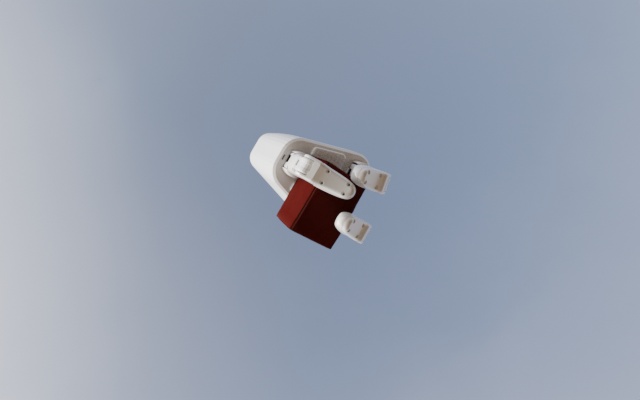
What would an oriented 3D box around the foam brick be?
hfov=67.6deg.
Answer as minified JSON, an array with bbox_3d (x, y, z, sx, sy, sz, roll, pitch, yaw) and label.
[{"bbox_3d":[0.000,0.002,0.499,0.053,0.078,0.051,31,-1,-27],"label":"foam brick"}]
